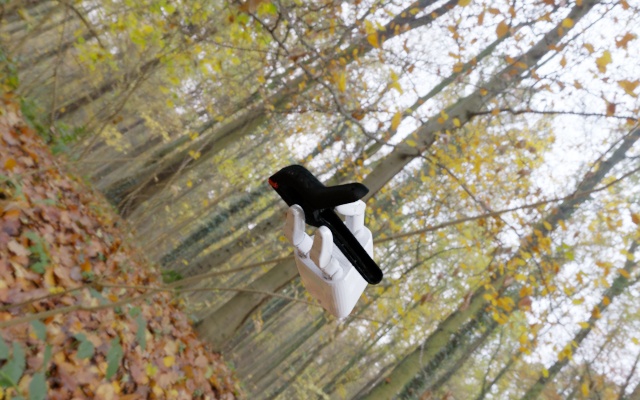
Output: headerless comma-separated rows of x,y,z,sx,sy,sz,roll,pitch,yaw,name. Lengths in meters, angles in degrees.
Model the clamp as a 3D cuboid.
0.000,0.001,0.619,0.036,0.165,0.210,-35,52,-23,clamp
